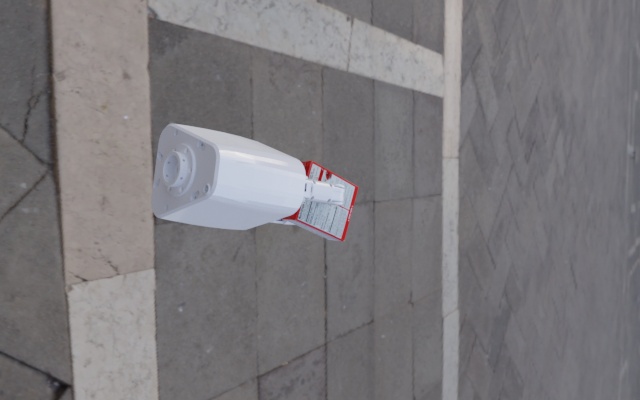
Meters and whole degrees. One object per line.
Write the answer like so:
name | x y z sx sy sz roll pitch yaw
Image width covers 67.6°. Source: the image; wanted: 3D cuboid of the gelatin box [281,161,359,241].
gelatin box | 0.001 0.002 0.575 0.089 0.073 0.030 26 -17 -40
